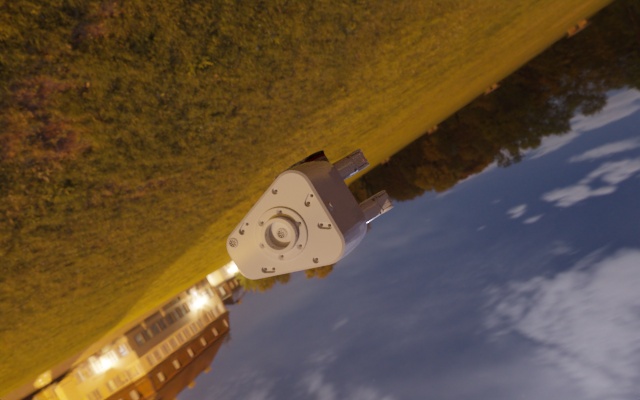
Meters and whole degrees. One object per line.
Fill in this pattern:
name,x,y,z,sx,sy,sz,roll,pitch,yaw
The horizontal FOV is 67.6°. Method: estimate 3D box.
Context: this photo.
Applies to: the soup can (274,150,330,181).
soup can,0.000,0.002,0.560,0.068,0.102,0.068,-31,-1,-1
